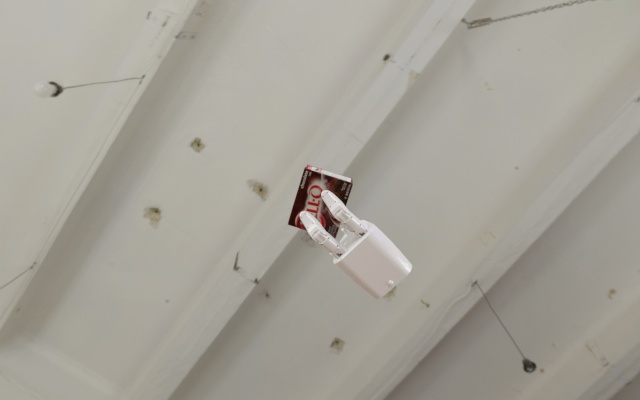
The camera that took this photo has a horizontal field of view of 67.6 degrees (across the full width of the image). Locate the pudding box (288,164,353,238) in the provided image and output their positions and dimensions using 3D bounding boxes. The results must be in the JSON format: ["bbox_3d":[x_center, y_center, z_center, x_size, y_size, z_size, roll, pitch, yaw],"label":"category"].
[{"bbox_3d":[0.000,0.003,0.848,0.090,0.113,0.039,17,15,0],"label":"pudding box"}]
